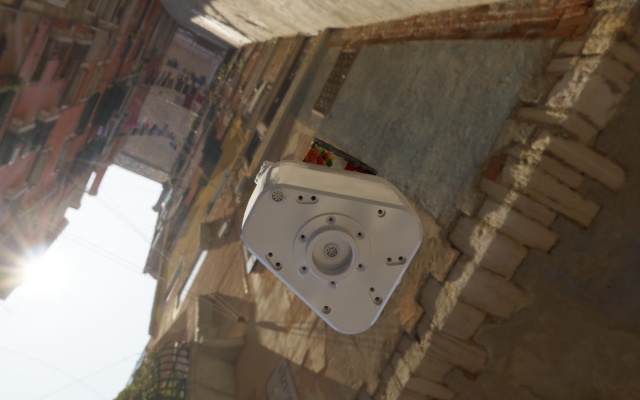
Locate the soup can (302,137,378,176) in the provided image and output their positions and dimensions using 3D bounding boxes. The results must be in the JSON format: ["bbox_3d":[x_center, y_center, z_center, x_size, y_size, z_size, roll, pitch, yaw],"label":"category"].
[{"bbox_3d":[0.000,0.002,0.449,0.068,0.102,0.068,28,8,-4],"label":"soup can"}]
